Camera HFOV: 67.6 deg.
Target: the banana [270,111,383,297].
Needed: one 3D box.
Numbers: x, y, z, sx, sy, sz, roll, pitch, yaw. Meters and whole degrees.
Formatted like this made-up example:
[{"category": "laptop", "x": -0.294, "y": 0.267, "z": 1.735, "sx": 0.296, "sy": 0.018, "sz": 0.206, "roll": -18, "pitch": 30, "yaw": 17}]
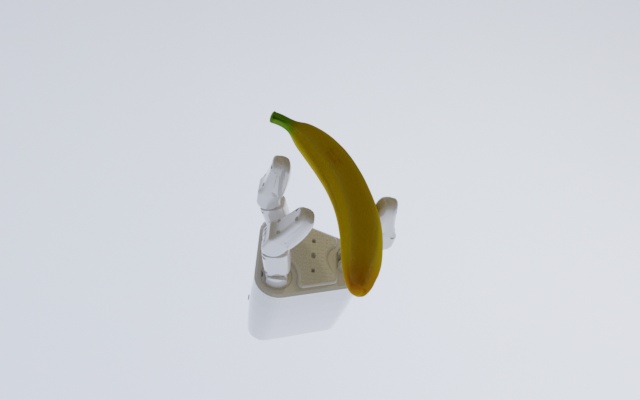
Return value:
[{"category": "banana", "x": 0.015, "y": -0.003, "z": 0.423, "sx": 0.069, "sy": 0.197, "sz": 0.037, "roll": -7, "pitch": -37, "yaw": -29}]
